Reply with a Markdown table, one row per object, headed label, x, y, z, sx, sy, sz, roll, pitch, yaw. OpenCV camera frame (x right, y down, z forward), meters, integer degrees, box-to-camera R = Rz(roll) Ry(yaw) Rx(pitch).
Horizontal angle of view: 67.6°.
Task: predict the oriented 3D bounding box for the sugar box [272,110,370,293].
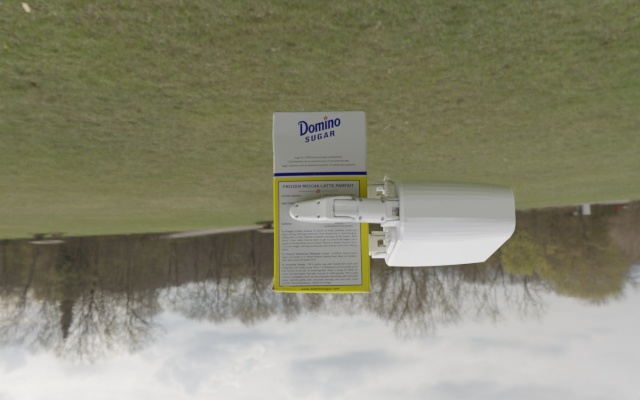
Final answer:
| label | x | y | z | sx | sy | sz | roll | pitch | yaw |
| --- | --- | --- | --- | --- | --- | --- | --- | --- | --- |
| sugar box | 0.000 | 0.002 | 0.473 | 0.093 | 0.176 | 0.048 | 0 | -9 | 1 |
